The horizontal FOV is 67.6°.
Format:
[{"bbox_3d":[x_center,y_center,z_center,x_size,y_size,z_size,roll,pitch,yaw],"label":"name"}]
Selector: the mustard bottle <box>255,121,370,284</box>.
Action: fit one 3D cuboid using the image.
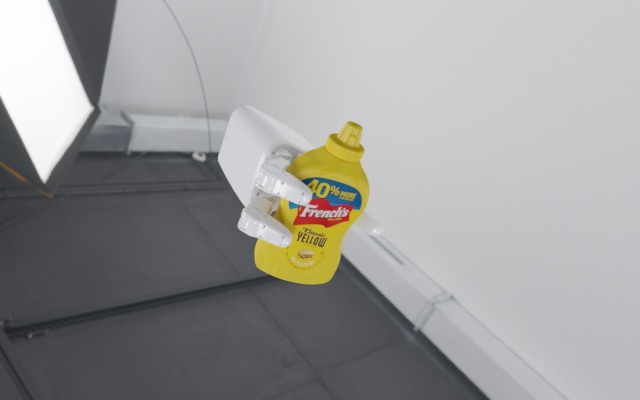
[{"bbox_3d":[0.000,0.002,0.525,0.096,0.192,0.058,16,26,-16],"label":"mustard bottle"}]
